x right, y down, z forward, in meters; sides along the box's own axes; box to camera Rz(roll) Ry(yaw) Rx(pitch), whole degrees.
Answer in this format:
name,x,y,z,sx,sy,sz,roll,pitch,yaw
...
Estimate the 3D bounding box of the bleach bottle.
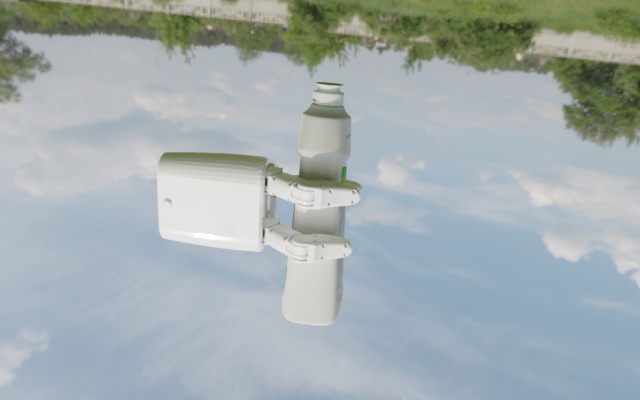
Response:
name,x,y,z,sx,sy,sz,roll,pitch,yaw
bleach bottle,0.000,0.002,0.513,0.068,0.251,0.102,6,19,3
